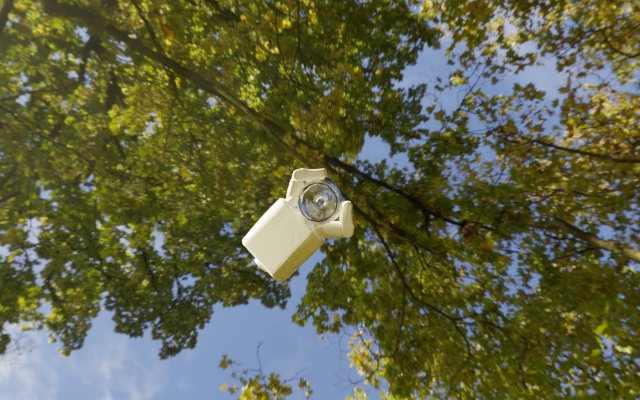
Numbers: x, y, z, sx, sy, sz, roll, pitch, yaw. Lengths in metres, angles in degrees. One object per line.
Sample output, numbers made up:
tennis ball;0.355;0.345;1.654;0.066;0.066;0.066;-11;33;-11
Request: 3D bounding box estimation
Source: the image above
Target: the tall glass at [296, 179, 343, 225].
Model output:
tall glass;0.000;0.003;0.844;0.079;0.079;0.201;0;0;2
